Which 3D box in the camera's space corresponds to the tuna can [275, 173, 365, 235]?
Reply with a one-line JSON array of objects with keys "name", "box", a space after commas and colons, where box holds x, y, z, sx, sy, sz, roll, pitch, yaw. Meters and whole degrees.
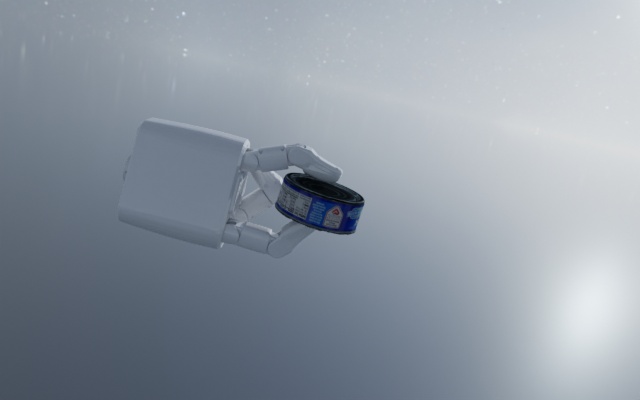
[{"name": "tuna can", "box": [0.000, 0.001, 0.477, 0.086, 0.034, 0.086, 17, 13, -4]}]
